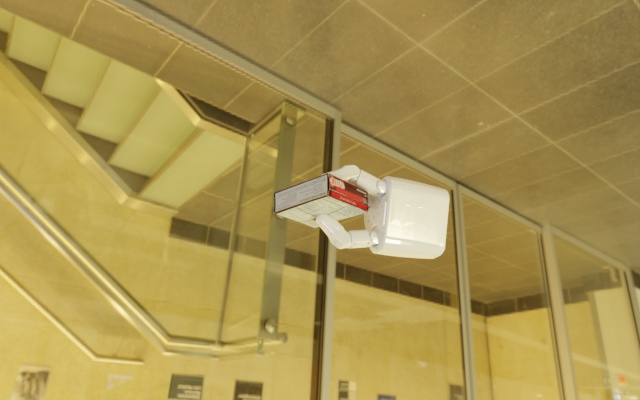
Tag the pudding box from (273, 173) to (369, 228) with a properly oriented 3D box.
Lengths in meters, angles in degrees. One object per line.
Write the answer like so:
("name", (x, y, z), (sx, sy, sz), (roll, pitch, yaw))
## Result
("pudding box", (0.000, 0.002, 0.700), (0.113, 0.039, 0.090), (-20, -30, 38))
